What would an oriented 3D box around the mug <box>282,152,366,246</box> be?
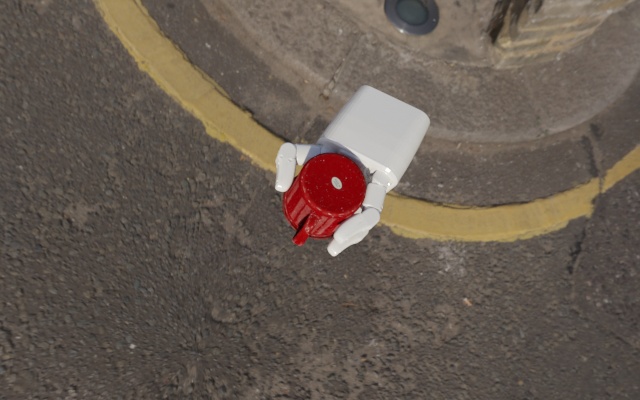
[{"bbox_3d":[-0.001,0.003,0.576,0.093,0.117,0.081,34,-23,-2],"label":"mug"}]
